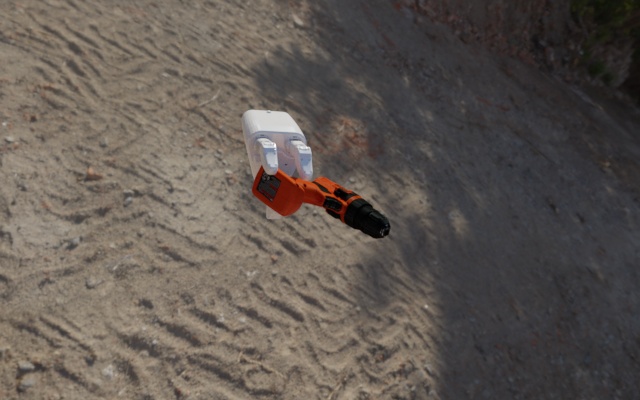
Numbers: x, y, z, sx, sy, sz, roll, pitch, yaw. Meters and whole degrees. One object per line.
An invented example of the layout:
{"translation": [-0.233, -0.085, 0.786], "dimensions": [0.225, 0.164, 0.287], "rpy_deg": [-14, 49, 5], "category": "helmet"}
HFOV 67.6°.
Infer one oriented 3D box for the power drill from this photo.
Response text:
{"translation": [0.000, 0.002, 0.756], "dimensions": [0.188, 0.057, 0.184], "rpy_deg": [15, 12, -45], "category": "power drill"}
